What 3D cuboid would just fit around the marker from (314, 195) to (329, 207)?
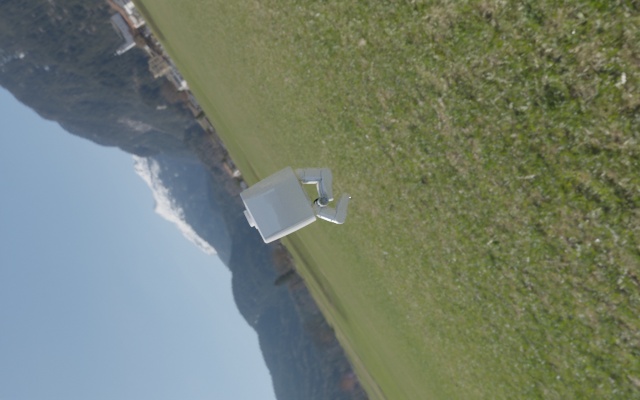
[{"bbox_3d":[0.000,0.003,0.898,0.020,0.020,0.121,0,-2,-5],"label":"marker"}]
